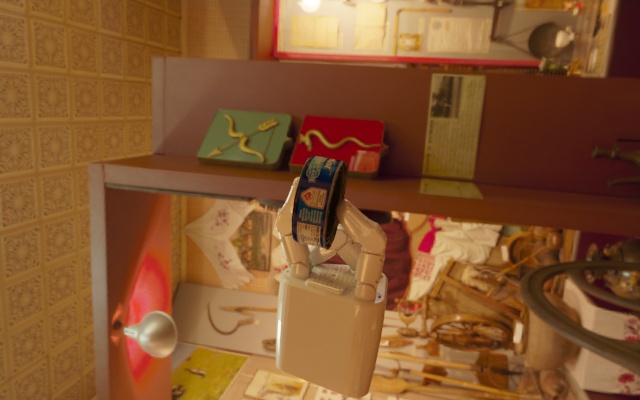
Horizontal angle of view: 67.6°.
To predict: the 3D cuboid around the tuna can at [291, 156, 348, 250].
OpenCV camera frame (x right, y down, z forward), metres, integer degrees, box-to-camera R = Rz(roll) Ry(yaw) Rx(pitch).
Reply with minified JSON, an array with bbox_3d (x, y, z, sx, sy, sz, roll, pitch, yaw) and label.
[{"bbox_3d":[0.000,0.001,0.453,0.034,0.086,0.086,11,2,10],"label":"tuna can"}]
